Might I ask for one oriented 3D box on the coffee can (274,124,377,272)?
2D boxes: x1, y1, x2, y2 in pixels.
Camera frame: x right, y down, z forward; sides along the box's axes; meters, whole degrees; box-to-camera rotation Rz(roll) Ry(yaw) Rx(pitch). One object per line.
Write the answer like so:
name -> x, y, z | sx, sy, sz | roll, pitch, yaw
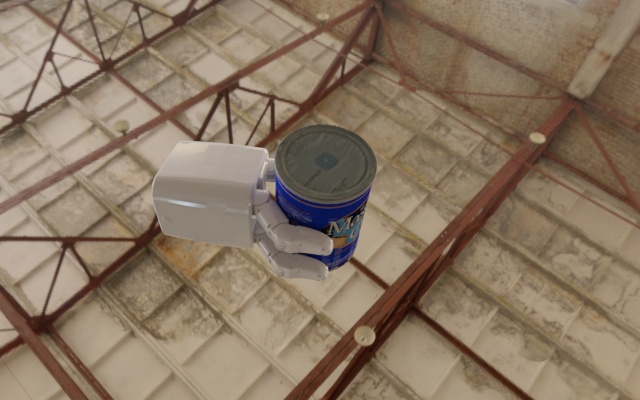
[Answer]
coffee can -> 0.000, 0.002, 0.529 | 0.103, 0.102, 0.140 | 0, -38, -6
